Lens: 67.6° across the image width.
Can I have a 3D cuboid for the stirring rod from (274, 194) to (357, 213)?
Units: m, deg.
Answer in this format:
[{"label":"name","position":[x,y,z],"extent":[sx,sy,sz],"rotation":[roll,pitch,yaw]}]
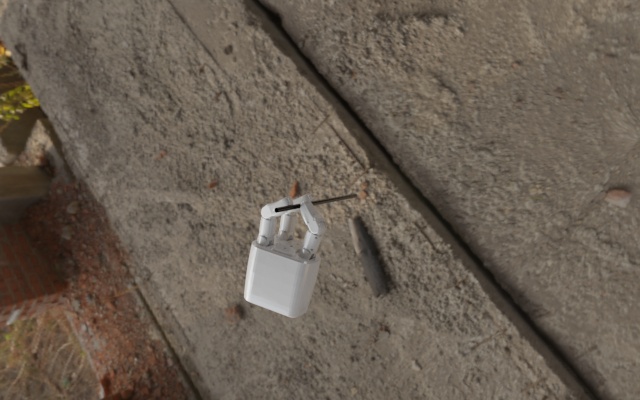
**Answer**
[{"label":"stirring rod","position":[0.000,0.003,0.828],"extent":[0.011,0.011,0.239],"rotation":[0,6,34]}]
